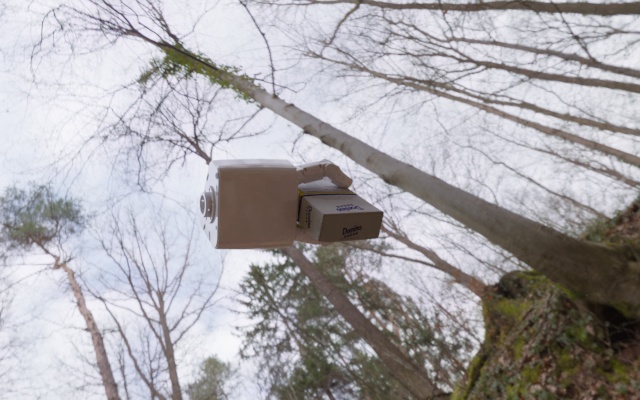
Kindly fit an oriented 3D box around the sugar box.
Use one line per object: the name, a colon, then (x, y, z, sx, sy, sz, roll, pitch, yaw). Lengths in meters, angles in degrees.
sugar box: (0.000, 0.003, 0.669, 0.093, 0.048, 0.176, -1, 24, -29)
